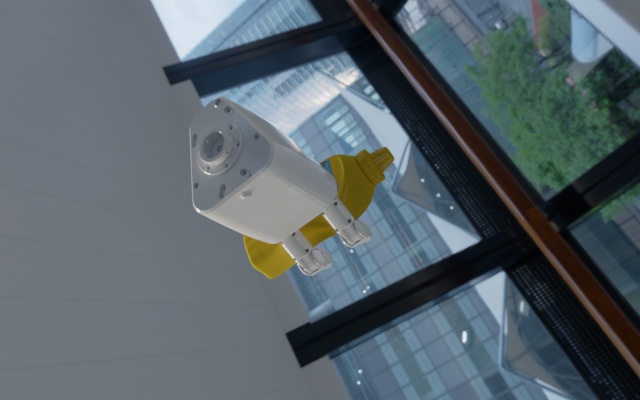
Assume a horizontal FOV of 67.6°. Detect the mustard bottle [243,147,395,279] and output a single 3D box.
[{"bbox_3d":[0.000,0.002,0.540,0.192,0.096,0.058,-36,-55,16],"label":"mustard bottle"}]
